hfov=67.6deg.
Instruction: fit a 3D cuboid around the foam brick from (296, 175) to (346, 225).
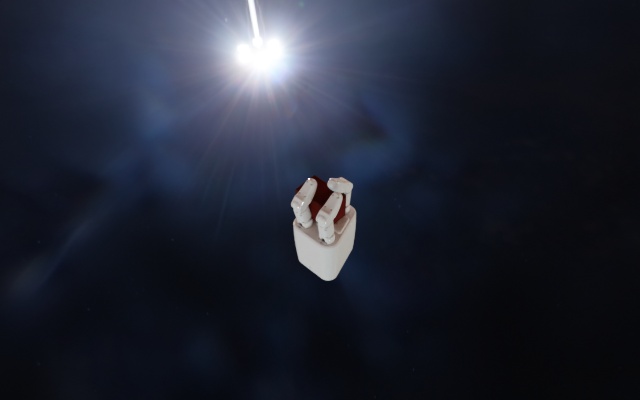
[{"bbox_3d":[0.000,0.003,0.852,0.078,0.051,0.053,34,54,29],"label":"foam brick"}]
